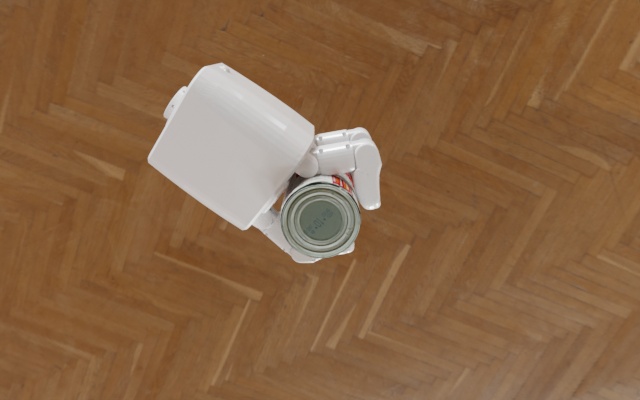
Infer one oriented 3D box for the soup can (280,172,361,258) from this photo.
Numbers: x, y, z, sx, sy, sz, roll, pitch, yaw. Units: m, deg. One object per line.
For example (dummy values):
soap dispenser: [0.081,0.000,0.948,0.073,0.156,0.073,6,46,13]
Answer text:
soup can: [0.000,0.002,0.434,0.068,0.068,0.102,0,18,0]
